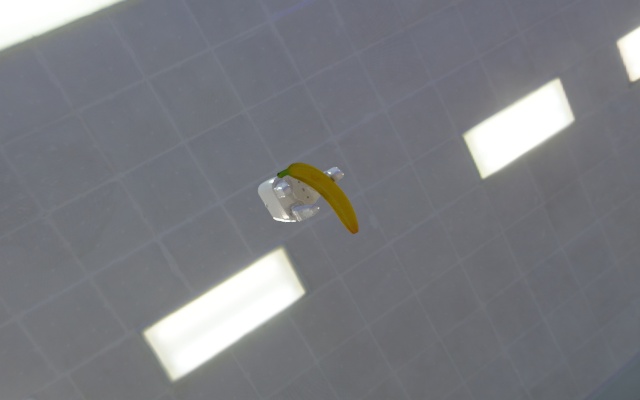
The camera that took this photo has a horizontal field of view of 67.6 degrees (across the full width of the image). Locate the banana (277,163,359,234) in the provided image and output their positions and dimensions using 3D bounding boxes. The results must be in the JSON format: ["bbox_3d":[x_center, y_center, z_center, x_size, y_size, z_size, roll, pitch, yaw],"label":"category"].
[{"bbox_3d":[0.005,-0.014,0.901,0.198,0.069,0.037,36,-26,-20],"label":"banana"}]
